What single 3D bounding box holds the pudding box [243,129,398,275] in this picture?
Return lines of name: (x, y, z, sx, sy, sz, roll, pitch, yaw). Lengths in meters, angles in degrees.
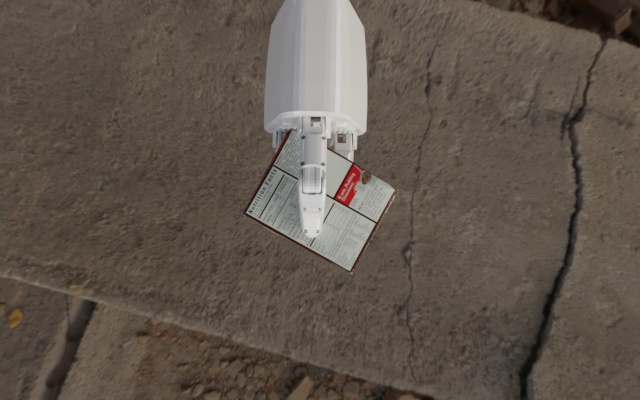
pudding box: (0.000, 0.001, 0.432, 0.113, 0.090, 0.039, 29, -3, 1)
